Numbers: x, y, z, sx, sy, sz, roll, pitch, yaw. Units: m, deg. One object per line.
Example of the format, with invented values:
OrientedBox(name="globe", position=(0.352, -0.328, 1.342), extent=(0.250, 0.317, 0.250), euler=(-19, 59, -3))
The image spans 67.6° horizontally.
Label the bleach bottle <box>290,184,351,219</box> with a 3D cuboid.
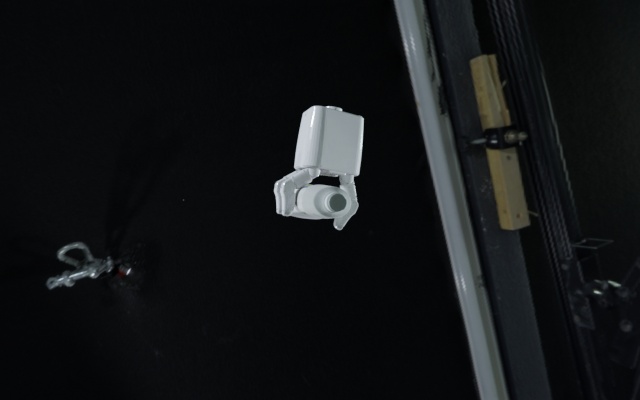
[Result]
OrientedBox(name="bleach bottle", position=(0.000, 0.003, 0.842), extent=(0.102, 0.068, 0.251), euler=(6, -1, -16))
